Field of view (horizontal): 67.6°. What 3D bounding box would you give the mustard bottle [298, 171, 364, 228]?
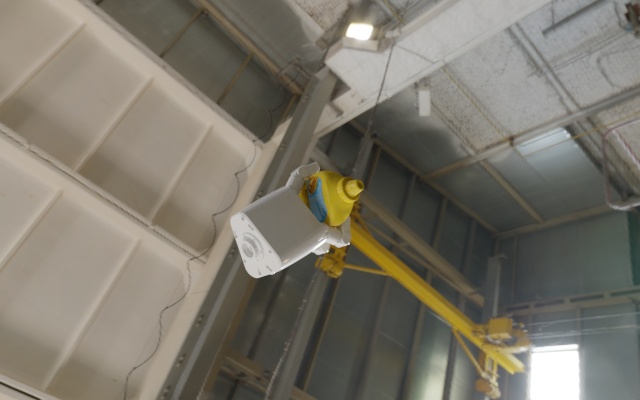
[{"bbox_3d":[0.000,0.003,0.808,0.058,0.096,0.192,2,-18,-41],"label":"mustard bottle"}]
